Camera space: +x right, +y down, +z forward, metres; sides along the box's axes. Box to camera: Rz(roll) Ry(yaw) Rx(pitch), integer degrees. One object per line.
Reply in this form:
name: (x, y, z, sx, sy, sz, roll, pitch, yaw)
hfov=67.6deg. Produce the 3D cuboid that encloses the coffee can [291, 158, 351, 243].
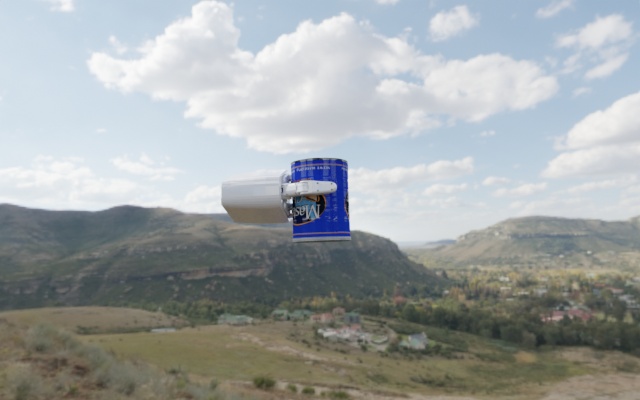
coffee can: (0.000, 0.003, 0.842, 0.103, 0.140, 0.103, -2, -6, 0)
